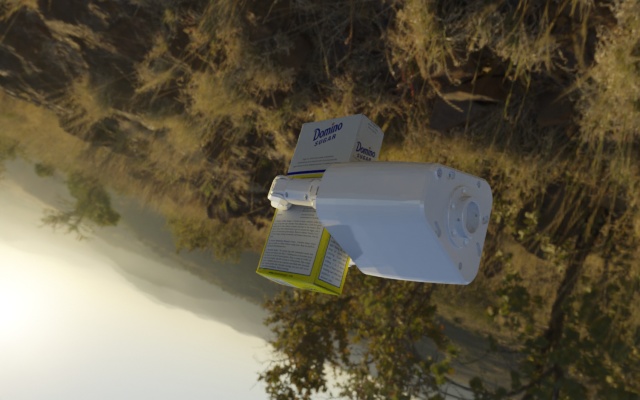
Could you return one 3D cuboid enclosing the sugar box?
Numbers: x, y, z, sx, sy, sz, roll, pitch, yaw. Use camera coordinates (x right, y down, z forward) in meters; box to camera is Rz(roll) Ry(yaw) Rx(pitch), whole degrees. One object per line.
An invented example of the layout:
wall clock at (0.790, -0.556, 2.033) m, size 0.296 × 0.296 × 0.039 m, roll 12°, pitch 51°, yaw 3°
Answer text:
sugar box at (0.001, 0.002, 0.490) m, size 0.093 × 0.176 × 0.048 m, roll 1°, pitch -24°, yaw 46°
